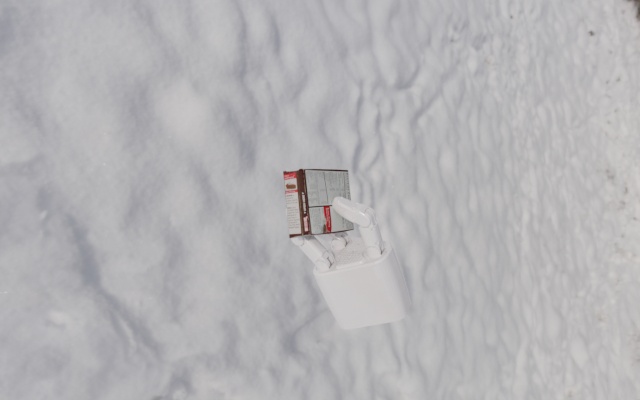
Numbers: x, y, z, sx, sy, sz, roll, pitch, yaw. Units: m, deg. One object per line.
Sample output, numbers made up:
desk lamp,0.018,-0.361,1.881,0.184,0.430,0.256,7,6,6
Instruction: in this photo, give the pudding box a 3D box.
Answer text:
pudding box,0.000,0.002,0.657,0.039,0.090,0.113,-8,-3,34
